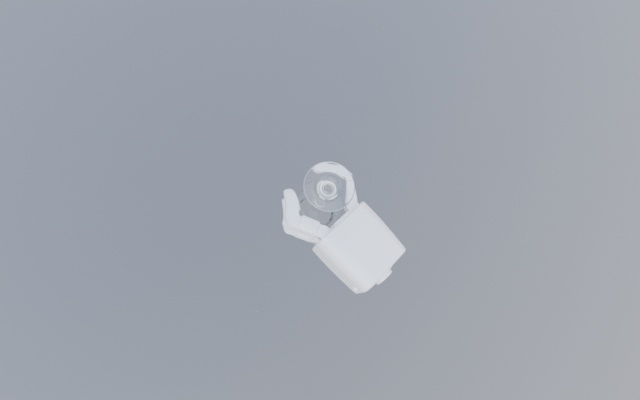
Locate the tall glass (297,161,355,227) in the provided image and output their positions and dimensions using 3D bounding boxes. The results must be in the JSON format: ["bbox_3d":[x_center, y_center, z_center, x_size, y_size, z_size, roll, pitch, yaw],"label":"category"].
[{"bbox_3d":[0.000,0.002,0.774,0.079,0.079,0.201,0,-13,-8],"label":"tall glass"}]
